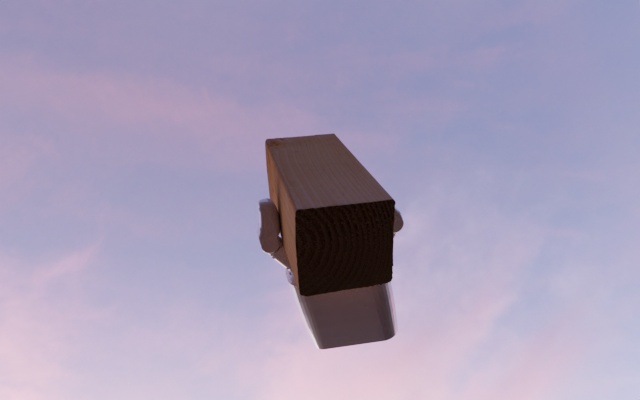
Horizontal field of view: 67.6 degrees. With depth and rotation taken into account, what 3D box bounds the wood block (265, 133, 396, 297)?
[{"bbox_3d":[0.000,0.002,0.511,0.091,0.090,0.206,-7,25,-11],"label":"wood block"}]
